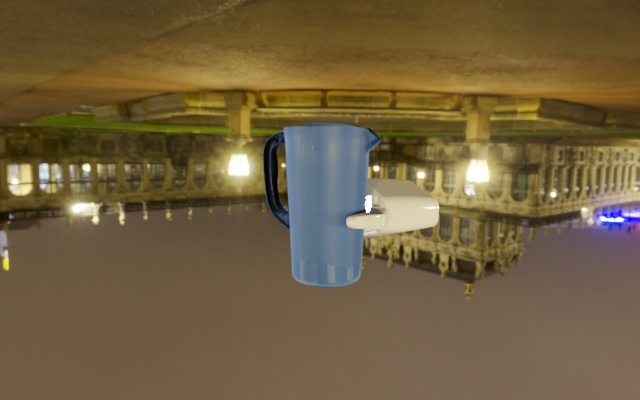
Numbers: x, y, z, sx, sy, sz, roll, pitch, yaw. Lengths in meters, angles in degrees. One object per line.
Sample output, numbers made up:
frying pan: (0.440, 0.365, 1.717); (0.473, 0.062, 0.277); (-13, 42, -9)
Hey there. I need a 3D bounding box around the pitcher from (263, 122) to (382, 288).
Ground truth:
pitcher: (0.000, 0.002, 0.737); (0.145, 0.243, 0.149); (-3, 7, -25)
